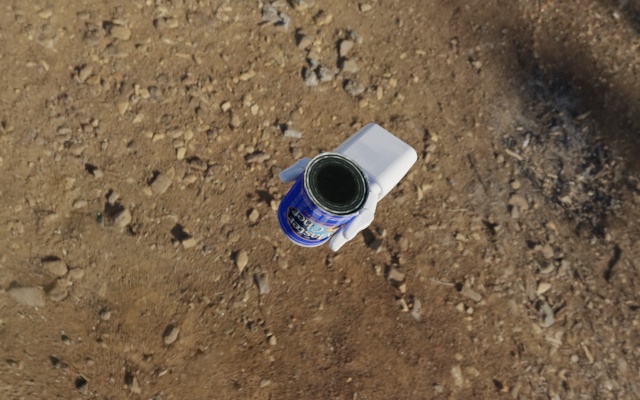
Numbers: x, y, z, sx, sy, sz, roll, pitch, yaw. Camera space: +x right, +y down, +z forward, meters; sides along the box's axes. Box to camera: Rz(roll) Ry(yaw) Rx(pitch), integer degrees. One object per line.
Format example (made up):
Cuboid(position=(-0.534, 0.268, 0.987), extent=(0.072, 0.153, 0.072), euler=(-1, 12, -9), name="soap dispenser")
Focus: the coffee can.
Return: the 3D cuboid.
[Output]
Cuboid(position=(0.000, 0.003, 0.742), extent=(0.103, 0.102, 0.140), euler=(0, -23, -22), name="coffee can")
